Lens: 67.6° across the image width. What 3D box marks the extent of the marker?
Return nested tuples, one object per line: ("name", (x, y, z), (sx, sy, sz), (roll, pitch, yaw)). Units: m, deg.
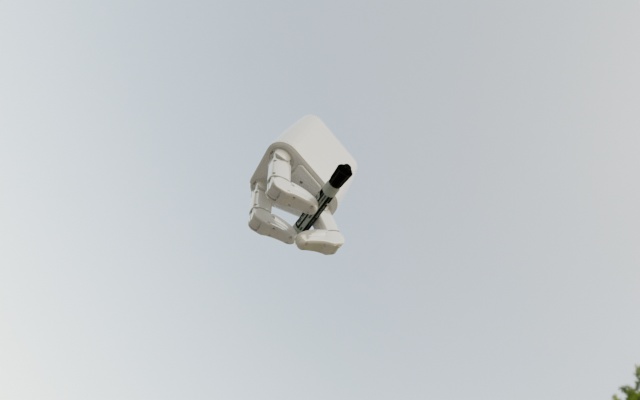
("marker", (0.000, 0.002, 0.547), (0.020, 0.020, 0.121), (0, -40, -39))
